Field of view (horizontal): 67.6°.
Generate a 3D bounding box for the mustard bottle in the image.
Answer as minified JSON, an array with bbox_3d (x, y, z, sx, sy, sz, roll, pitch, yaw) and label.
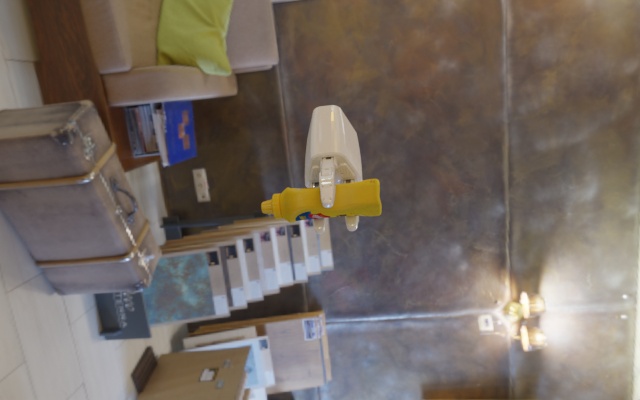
[{"bbox_3d":[0.000,0.003,0.765,0.191,0.058,0.096,-5,-6,7],"label":"mustard bottle"}]
